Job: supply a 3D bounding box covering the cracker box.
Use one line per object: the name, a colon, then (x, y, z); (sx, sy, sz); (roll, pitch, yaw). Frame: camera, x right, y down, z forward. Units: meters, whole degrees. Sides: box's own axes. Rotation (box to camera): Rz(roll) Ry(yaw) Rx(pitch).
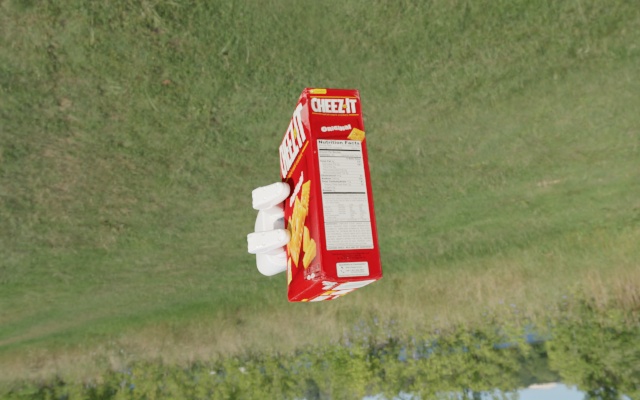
cracker box: (0.000, 0.002, 0.562); (0.072, 0.213, 0.164); (0, -18, -16)
